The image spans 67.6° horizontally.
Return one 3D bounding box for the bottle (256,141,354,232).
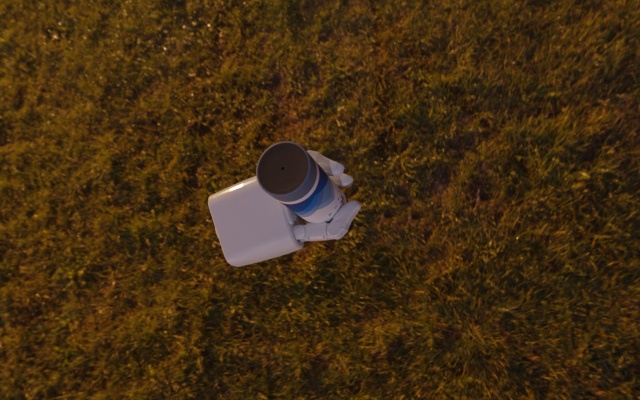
[{"bbox_3d":[0.000,0.002,0.675,0.069,0.069,0.296,0,-15,18],"label":"bottle"}]
